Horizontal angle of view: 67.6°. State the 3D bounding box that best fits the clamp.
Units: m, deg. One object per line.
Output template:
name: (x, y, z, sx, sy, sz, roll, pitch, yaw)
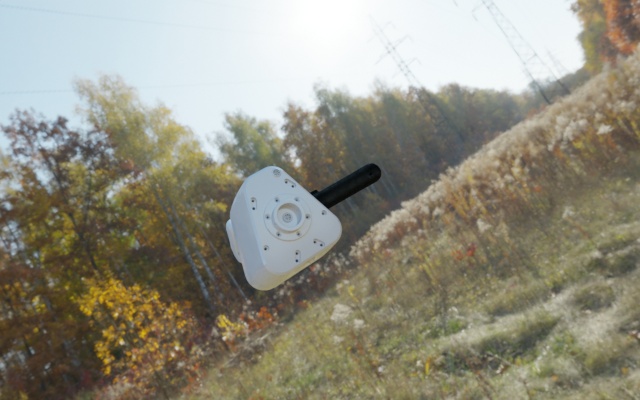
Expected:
clamp: (0.000, 0.002, 0.620, 0.171, 0.039, 0.120, -32, -6, -22)
